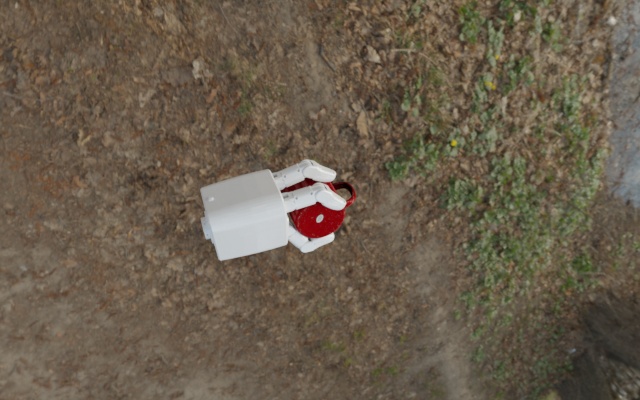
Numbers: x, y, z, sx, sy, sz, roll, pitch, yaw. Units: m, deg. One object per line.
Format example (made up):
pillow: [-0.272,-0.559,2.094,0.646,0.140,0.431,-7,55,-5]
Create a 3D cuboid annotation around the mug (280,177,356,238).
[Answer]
mug: [0.002,0.002,0.758,0.117,0.093,0.081,-16,41,-12]
